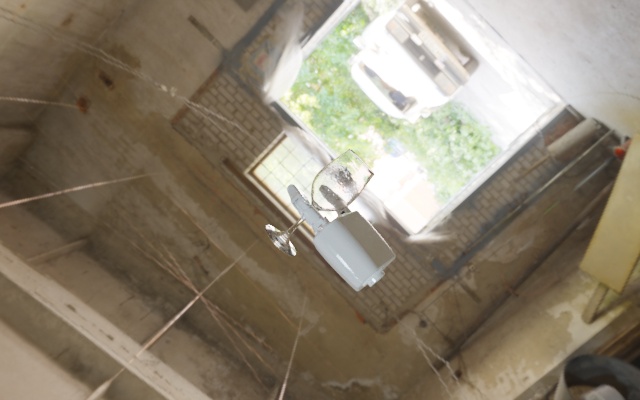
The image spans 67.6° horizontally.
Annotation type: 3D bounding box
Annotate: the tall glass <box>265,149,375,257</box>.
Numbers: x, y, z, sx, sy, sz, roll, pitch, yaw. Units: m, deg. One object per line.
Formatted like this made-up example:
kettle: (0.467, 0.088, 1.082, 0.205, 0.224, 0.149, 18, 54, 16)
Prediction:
tall glass: (0.000, 0.003, 0.817, 0.201, 0.079, 0.079, -44, -9, 10)
